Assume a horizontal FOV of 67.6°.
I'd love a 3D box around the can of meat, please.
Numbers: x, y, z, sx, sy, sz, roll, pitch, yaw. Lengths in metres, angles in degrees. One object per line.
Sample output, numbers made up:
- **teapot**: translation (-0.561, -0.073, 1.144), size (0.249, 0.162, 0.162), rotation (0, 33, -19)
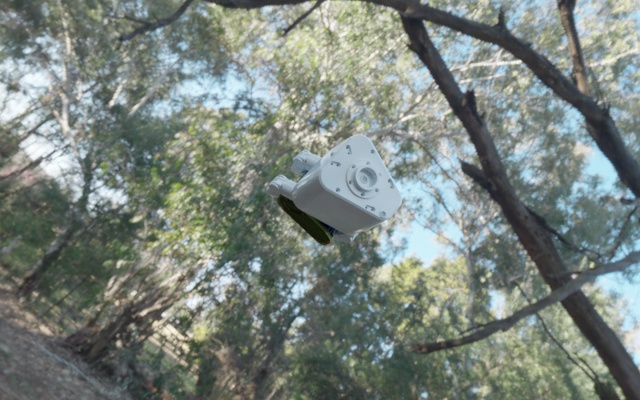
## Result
- **can of meat**: translation (0.000, 0.002, 0.728), size (0.084, 0.102, 0.057), rotation (-47, 3, -21)
